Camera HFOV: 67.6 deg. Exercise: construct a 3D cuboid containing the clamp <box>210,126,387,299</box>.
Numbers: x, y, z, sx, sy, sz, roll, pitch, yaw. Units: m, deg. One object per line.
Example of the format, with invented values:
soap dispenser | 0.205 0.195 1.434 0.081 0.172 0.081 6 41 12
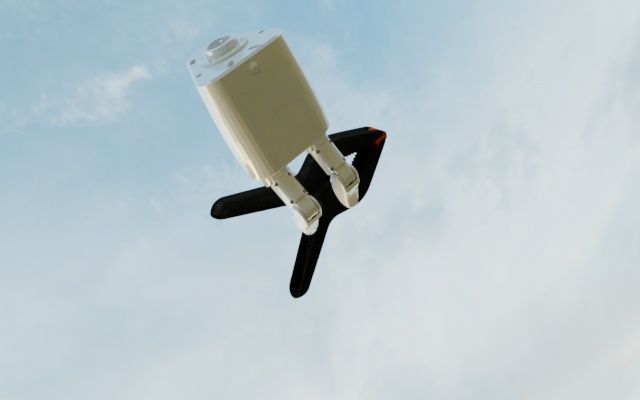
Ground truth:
clamp | 0.000 0.001 0.531 0.210 0.165 0.036 -41 39 -16
